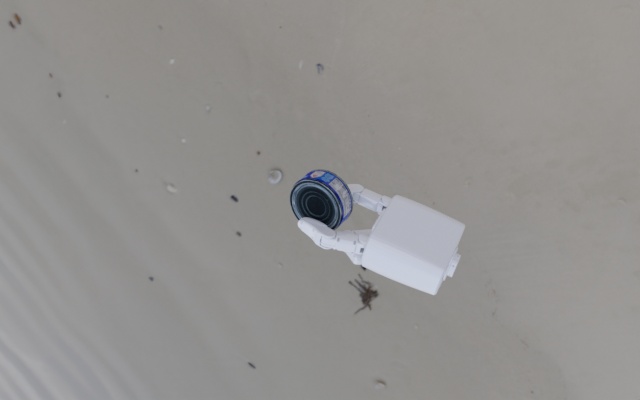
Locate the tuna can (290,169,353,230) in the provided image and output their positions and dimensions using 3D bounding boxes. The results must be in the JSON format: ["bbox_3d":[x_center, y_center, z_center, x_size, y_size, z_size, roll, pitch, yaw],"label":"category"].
[{"bbox_3d":[0.000,0.002,0.664,0.086,0.086,0.033,0,26,34],"label":"tuna can"}]
